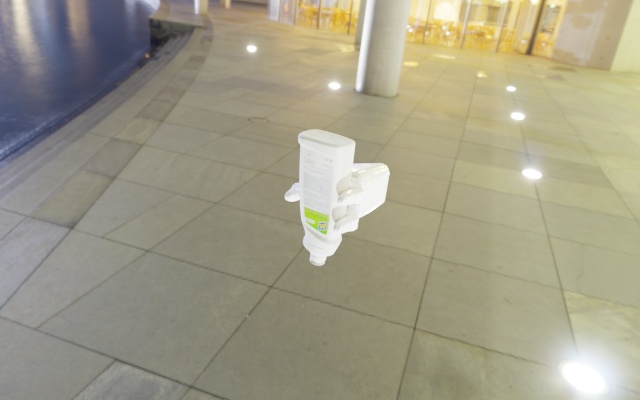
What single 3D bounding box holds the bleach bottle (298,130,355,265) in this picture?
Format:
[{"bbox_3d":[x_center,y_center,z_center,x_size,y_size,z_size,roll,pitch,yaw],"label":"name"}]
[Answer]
[{"bbox_3d":[0.000,0.003,0.887,0.102,0.251,0.068,22,28,30],"label":"bleach bottle"}]
